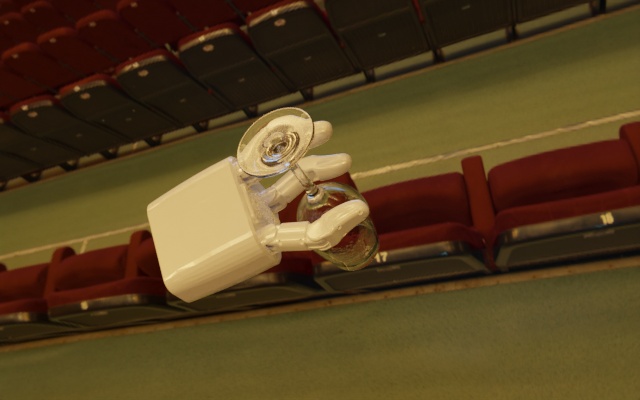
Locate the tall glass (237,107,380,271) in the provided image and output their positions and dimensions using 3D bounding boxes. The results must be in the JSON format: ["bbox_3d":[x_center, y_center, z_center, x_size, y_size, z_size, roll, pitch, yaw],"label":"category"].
[{"bbox_3d":[0.000,0.001,0.479,0.079,0.079,0.201,0,-31,28],"label":"tall glass"}]
